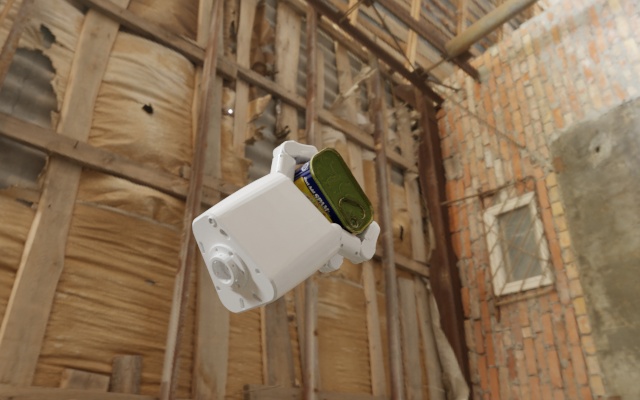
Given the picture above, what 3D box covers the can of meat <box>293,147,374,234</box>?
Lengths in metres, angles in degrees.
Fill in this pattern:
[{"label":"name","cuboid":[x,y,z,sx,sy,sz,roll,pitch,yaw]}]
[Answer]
[{"label":"can of meat","cuboid":[0.000,0.002,0.567,0.084,0.102,0.057,-28,7,43]}]
